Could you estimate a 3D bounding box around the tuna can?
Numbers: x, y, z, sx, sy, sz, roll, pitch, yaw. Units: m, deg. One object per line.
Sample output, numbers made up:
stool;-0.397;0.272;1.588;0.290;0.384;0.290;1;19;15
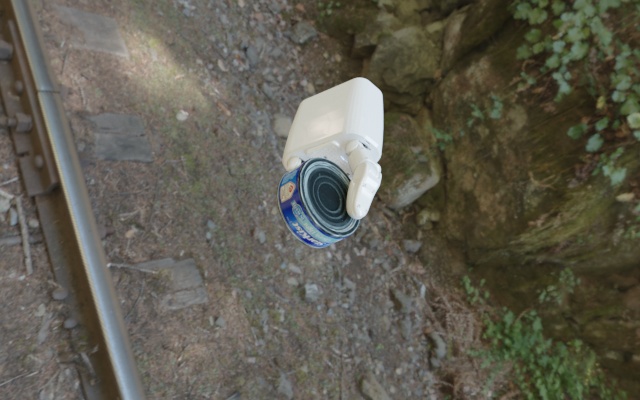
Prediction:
tuna can;0.000;0.001;0.471;0.034;0.086;0.086;-27;-18;40
